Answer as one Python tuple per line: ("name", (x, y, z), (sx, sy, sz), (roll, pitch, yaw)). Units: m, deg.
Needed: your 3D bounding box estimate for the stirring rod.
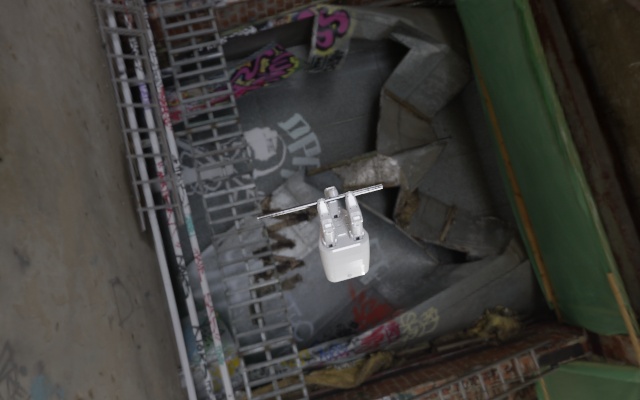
("stirring rod", (0.000, 0.003, 0.893), (0.239, 0.011, 0.011), (-14, 1, -5))
